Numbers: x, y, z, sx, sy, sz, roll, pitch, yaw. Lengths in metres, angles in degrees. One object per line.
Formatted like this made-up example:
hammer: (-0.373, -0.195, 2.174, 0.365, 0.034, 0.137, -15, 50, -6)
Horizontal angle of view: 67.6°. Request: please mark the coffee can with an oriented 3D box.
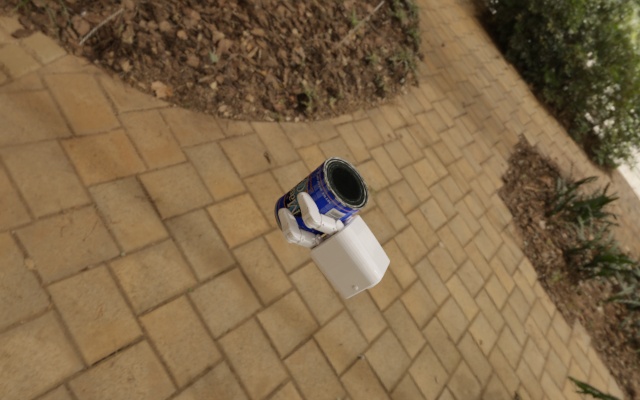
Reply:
coffee can: (0.000, 0.003, 0.841, 0.103, 0.102, 0.140, 0, -28, -46)
